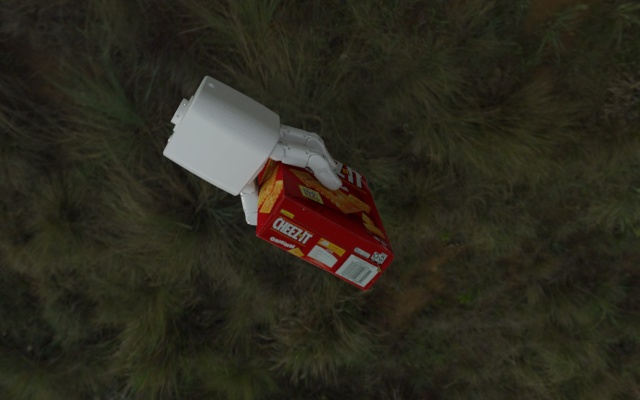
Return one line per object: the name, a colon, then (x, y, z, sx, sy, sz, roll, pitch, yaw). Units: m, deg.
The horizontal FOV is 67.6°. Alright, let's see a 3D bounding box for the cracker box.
cracker box: (0.000, 0.002, 0.647, 0.164, 0.072, 0.213, 29, 23, -20)
